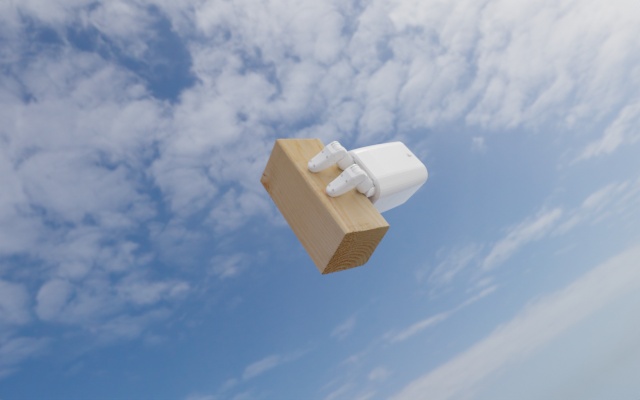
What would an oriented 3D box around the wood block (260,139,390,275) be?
[{"bbox_3d":[0.000,0.003,0.742,0.090,0.091,0.206,-7,47,-38],"label":"wood block"}]
